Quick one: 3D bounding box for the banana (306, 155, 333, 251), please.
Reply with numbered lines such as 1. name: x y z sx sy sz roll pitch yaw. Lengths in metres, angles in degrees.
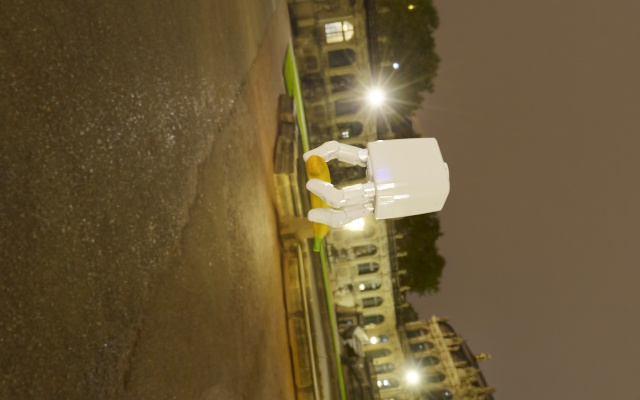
1. banana: 0.000 -0.007 0.768 0.037 0.198 0.069 -3 42 2
